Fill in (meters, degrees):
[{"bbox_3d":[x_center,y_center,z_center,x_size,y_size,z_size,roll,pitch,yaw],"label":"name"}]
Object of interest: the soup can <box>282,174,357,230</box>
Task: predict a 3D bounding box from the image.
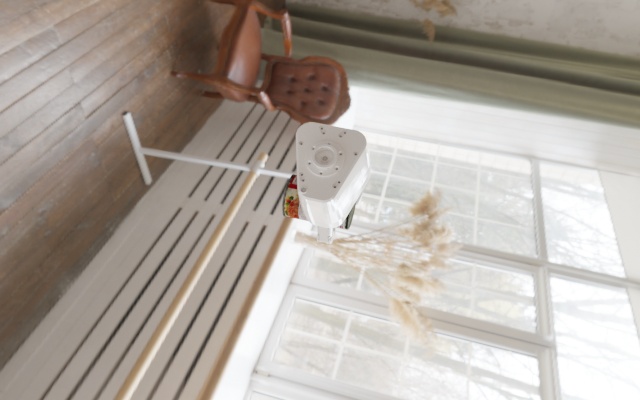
[{"bbox_3d":[0.000,0.003,0.731,0.102,0.068,0.068,12,2,10],"label":"soup can"}]
